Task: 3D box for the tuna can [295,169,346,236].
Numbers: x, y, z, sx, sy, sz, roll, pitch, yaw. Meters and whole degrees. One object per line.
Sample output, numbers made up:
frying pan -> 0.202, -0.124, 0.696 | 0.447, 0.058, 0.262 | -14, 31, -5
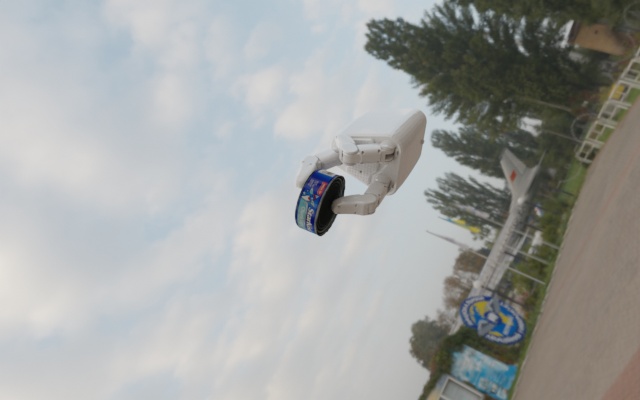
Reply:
tuna can -> 0.000, 0.002, 0.634 | 0.033, 0.086, 0.086 | 21, 7, 19
